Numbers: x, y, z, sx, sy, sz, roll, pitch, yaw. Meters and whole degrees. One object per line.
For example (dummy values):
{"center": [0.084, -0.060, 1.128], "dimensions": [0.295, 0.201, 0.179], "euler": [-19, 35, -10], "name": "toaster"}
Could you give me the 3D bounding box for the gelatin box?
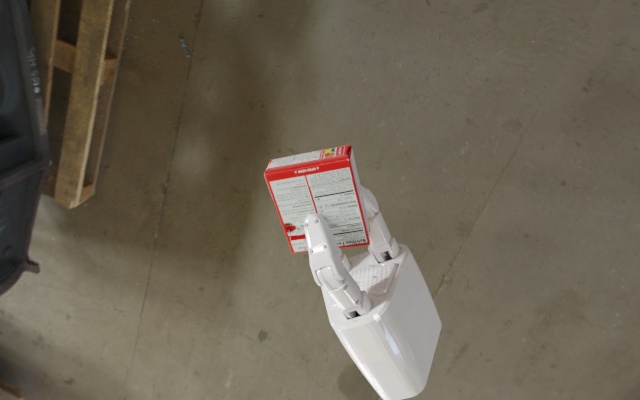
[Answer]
{"center": [0.000, 0.001, 0.416], "dimensions": [0.073, 0.089, 0.030], "euler": [-9, 31, 13], "name": "gelatin box"}
